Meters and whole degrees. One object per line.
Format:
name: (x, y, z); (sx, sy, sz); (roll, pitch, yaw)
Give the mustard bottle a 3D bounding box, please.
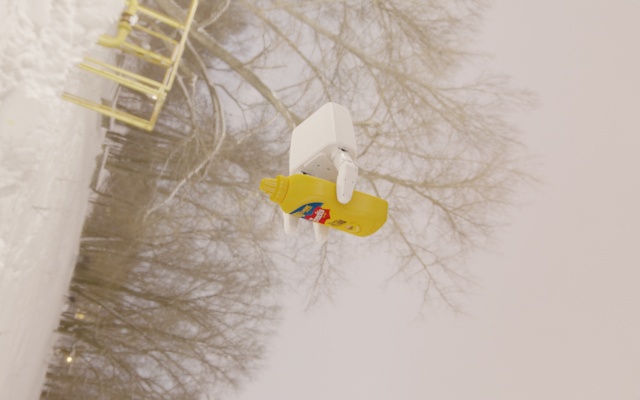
mustard bottle: (0.000, 0.003, 0.720); (0.191, 0.058, 0.096); (18, -23, -23)
